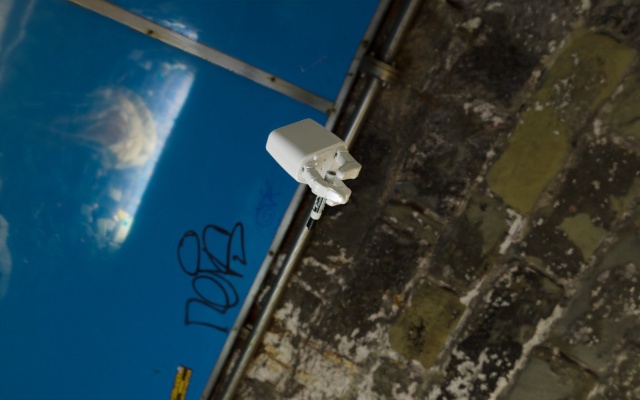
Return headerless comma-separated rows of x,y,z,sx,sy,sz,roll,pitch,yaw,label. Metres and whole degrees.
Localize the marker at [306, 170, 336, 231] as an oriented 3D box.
0.000,0.003,0.836,0.020,0.121,0.020,16,29,-9,marker
